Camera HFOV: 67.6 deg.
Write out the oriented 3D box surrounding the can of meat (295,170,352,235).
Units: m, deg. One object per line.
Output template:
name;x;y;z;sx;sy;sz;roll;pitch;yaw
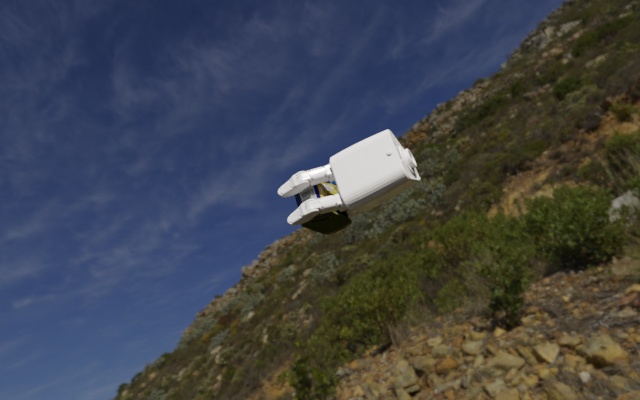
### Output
can of meat;0.000;0.002;0.809;0.057;0.084;0.102;-29;-27;23
